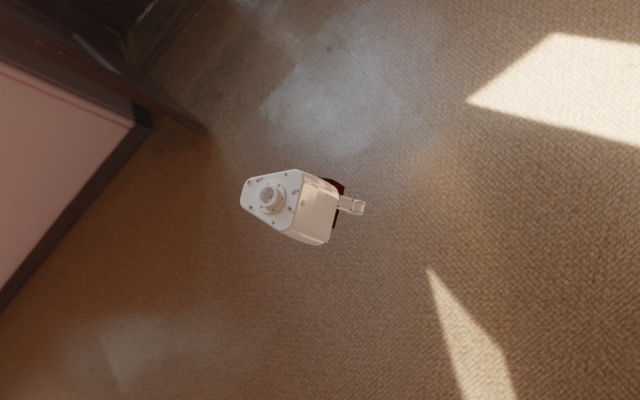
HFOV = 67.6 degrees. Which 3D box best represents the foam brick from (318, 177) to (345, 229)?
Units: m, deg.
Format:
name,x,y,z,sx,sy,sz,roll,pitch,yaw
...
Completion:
name,x,y,z,sx,sy,sz,roll,pitch,yaw
foam brick,0.000,0.002,0.801,0.053,0.078,0.051,10,-9,30
